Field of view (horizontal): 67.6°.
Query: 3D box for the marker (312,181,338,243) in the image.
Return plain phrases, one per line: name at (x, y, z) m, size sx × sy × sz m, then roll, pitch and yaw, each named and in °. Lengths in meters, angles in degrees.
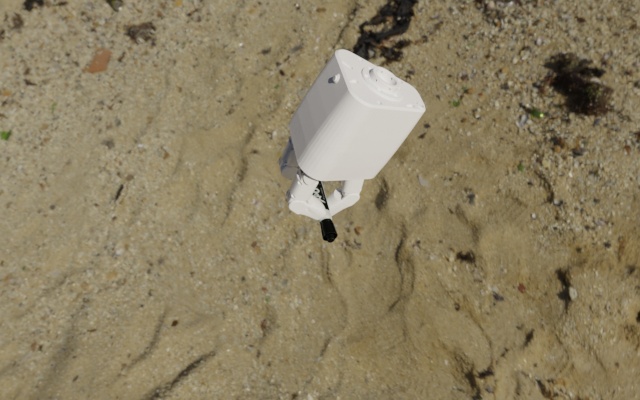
marker at (0.000, 0.002, 0.610) m, size 0.020 × 0.121 × 0.020 m, roll -10°, pitch -38°, yaw -8°
